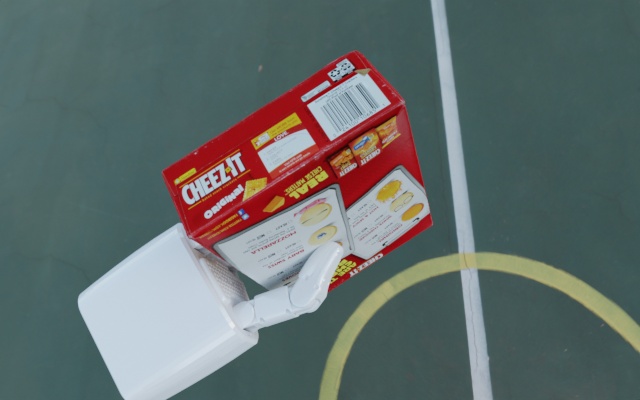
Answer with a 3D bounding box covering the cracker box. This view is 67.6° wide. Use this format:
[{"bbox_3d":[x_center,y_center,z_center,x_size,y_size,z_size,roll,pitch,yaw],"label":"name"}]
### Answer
[{"bbox_3d":[0.000,0.001,0.404,0.164,0.072,0.214,-33,-30,2],"label":"cracker box"}]
